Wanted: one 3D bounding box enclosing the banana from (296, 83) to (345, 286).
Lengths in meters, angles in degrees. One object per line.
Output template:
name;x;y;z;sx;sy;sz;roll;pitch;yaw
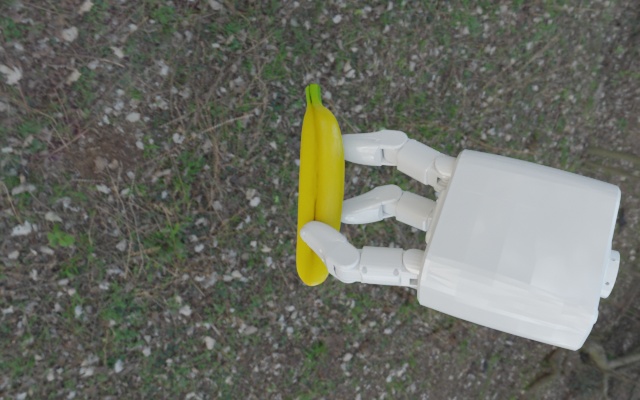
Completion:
banana;0.000;0.007;0.409;0.037;0.198;0.069;4;27;0
